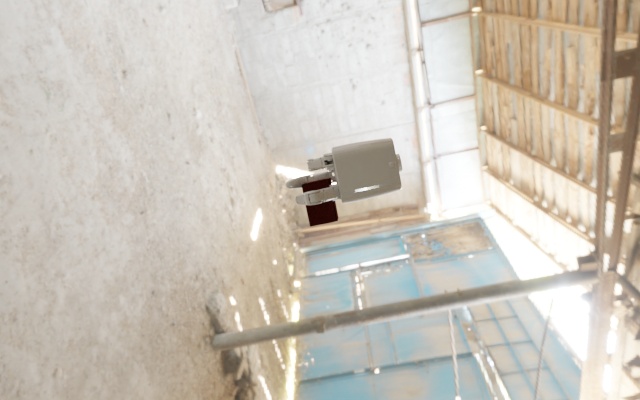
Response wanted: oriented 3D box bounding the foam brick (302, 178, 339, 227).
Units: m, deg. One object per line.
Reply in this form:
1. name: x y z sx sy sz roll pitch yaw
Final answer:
1. foam brick: 0.000 0.003 0.853 0.051 0.078 0.053 -11 4 4
